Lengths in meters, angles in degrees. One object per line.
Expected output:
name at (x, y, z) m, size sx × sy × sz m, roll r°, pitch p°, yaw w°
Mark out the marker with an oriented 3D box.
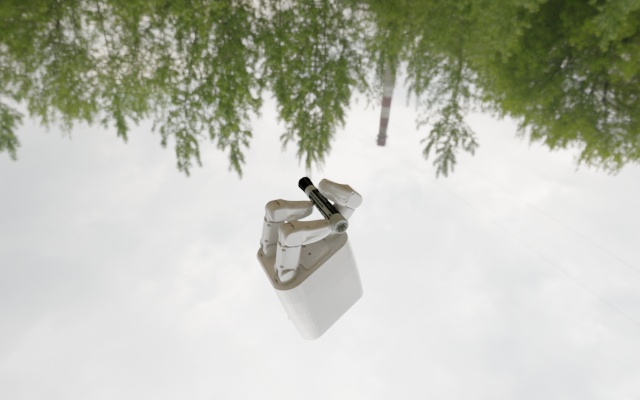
marker at (0.000, 0.002, 0.583) m, size 0.020 × 0.020 × 0.121 m, roll 0°, pitch 27°, yaw -27°
